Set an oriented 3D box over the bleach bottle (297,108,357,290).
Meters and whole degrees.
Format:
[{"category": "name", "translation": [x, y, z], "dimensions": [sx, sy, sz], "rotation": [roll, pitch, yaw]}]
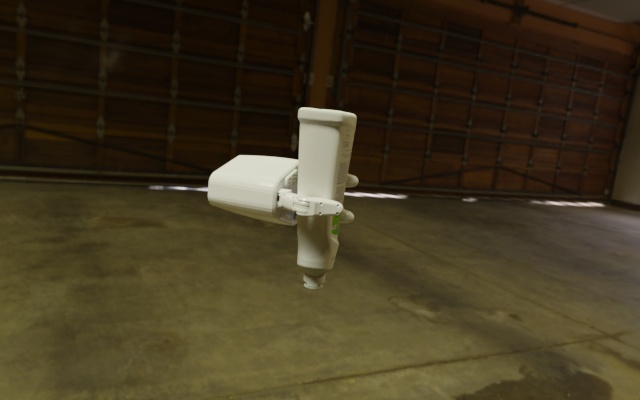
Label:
[{"category": "bleach bottle", "translation": [0.000, 0.002, 0.665], "dimensions": [0.068, 0.251, 0.102], "rotation": [9, 9, 18]}]
